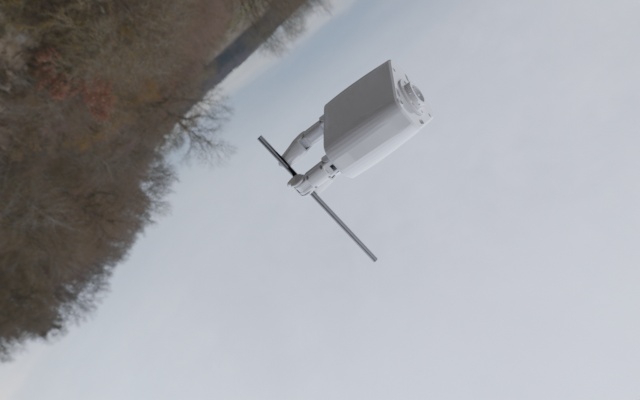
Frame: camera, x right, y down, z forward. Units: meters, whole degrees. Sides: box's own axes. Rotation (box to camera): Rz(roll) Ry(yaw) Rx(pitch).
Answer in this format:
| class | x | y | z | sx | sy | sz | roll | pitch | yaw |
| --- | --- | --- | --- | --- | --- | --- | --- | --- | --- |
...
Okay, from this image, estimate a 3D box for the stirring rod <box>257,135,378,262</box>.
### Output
| class | x | y | z | sx | sy | sz | roll | pitch | yaw |
| --- | --- | --- | --- | --- | --- | --- | --- | --- | --- |
| stirring rod | 0.000 | 0.002 | 0.650 | 0.239 | 0.011 | 0.011 | 47 | -18 | -17 |
